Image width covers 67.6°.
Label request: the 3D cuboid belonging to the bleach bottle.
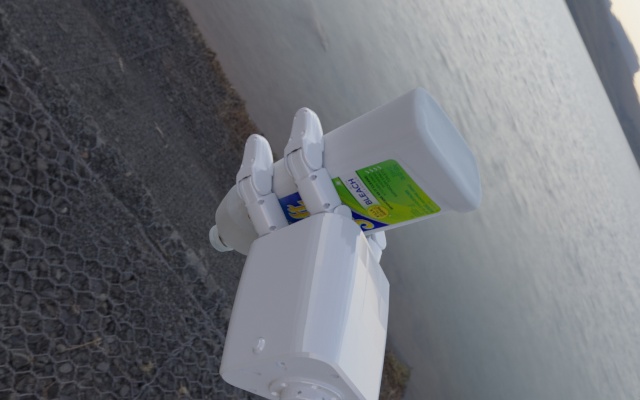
[{"bbox_3d":[0.000,0.001,0.417,0.251,0.068,0.103,-24,-53,33],"label":"bleach bottle"}]
